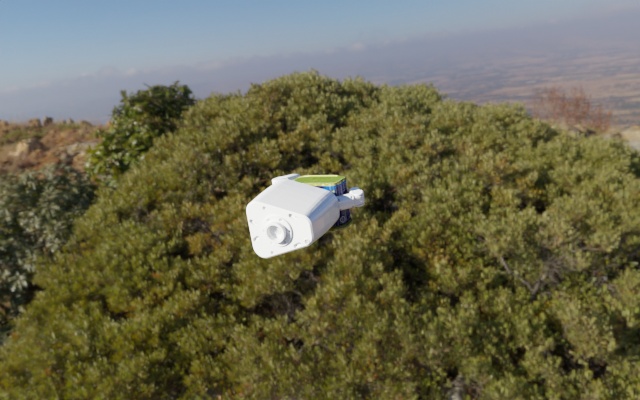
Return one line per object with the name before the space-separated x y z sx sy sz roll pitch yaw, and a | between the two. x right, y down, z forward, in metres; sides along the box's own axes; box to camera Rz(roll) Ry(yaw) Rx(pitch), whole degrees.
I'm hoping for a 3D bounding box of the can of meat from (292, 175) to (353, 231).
can of meat | 0.000 0.002 0.827 0.102 0.084 0.057 1 19 26
